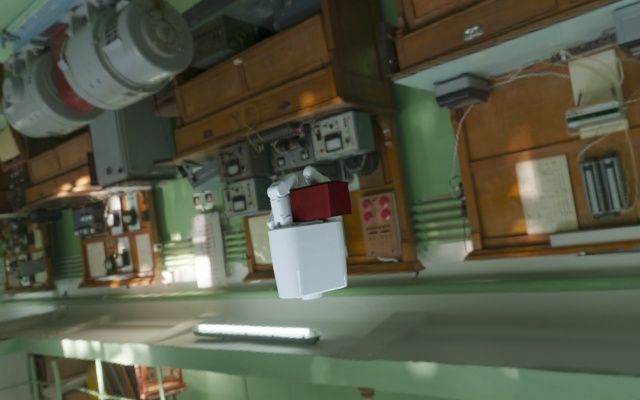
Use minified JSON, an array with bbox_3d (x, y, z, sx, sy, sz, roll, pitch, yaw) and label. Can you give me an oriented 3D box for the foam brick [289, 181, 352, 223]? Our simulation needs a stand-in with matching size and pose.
[{"bbox_3d":[0.000,0.002,0.719,0.078,0.051,0.053,-11,-5,39],"label":"foam brick"}]
